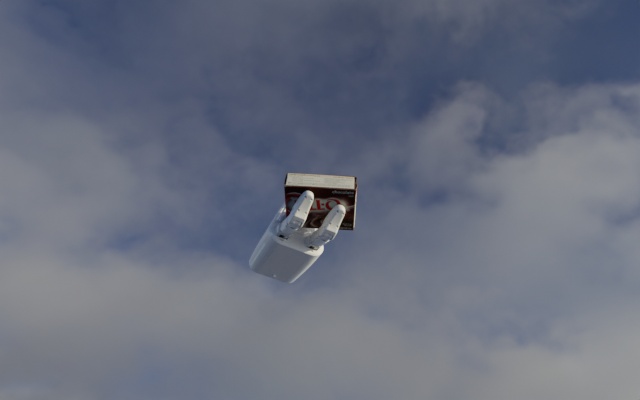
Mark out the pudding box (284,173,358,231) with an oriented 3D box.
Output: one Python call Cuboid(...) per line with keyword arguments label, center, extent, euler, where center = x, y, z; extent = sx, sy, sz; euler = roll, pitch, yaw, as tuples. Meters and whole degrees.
Cuboid(label="pudding box", center=(0.000, 0.002, 0.758), extent=(0.113, 0.090, 0.039), euler=(1, 44, 2))
